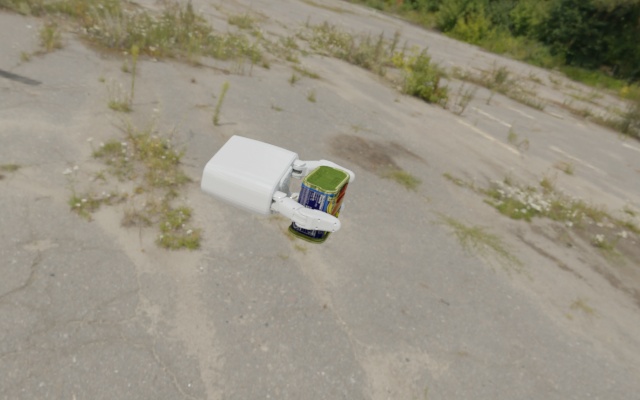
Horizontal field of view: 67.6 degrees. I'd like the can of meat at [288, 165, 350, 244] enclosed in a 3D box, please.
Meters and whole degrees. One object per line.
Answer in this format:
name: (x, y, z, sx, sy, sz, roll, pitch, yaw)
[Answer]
can of meat: (0.000, 0.002, 0.698, 0.057, 0.084, 0.102, 21, 25, 11)
